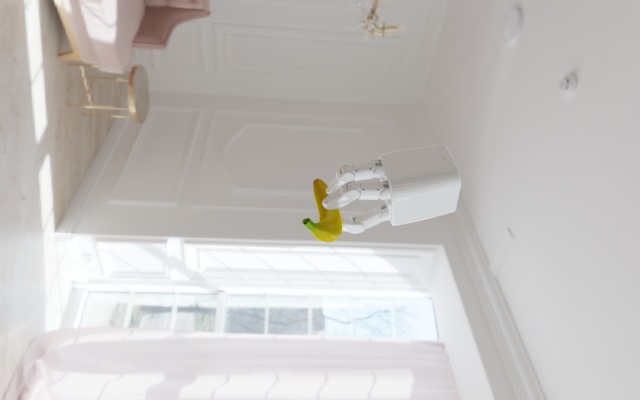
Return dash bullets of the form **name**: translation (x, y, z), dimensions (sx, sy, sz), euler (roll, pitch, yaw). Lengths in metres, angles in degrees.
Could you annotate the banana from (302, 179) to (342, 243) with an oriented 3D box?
- **banana**: translation (0.008, 0.019, 0.751), dimensions (0.037, 0.070, 0.197), euler (-25, 16, 10)
